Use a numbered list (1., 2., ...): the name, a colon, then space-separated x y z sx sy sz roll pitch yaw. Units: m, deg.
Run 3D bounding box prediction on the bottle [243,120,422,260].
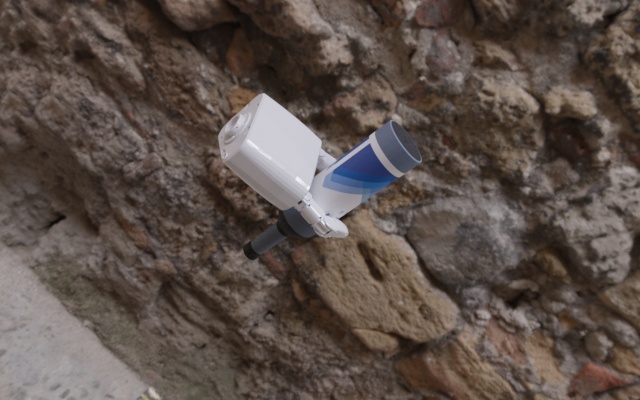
1. bottle: 0.000 0.002 0.666 0.296 0.069 0.069 -36 -17 25
